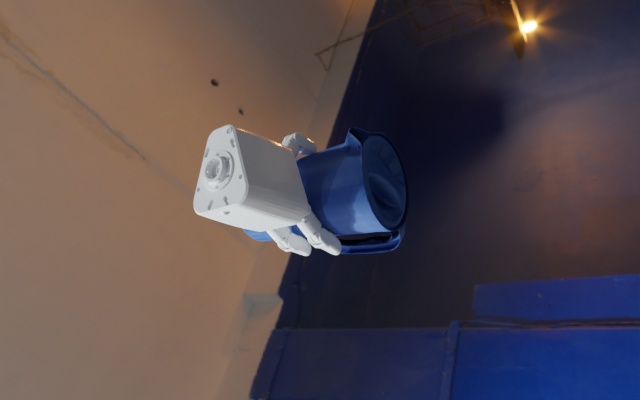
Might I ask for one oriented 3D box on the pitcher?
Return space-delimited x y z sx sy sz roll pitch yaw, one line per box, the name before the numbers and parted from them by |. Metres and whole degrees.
pitcher | 0.000 0.002 0.697 0.243 0.149 0.145 -12 -18 34
